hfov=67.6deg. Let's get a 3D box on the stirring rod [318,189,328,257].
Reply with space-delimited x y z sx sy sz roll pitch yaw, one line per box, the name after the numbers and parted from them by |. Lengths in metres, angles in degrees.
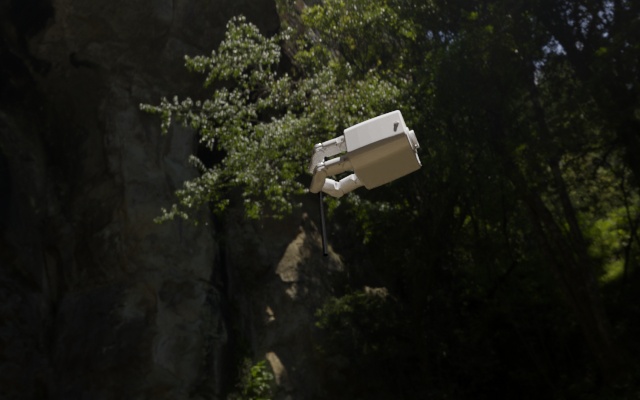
0.000 0.003 0.844 0.011 0.011 0.239 -3 45 -3 | stirring rod
